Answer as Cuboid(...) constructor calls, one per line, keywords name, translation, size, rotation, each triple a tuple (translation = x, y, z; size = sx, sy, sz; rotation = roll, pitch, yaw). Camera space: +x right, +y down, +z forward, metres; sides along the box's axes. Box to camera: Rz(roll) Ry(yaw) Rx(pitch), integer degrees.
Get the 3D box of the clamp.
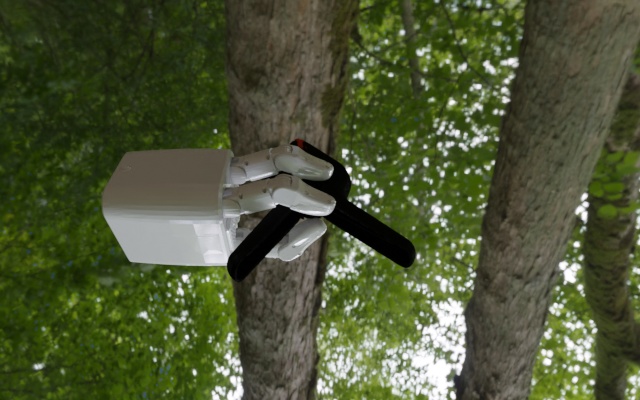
Cuboid(name="clamp", translation=(0.000, 0.002, 0.483), size=(0.164, 0.036, 0.209), rotation=(1, 37, -3))
